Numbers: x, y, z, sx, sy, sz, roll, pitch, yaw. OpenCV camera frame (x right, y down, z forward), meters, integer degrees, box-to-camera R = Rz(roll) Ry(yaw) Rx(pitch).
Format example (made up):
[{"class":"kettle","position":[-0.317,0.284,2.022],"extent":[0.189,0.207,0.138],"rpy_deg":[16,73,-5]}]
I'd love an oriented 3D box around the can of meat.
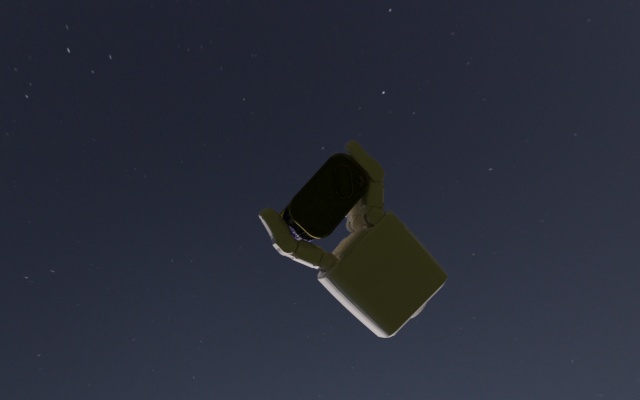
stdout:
[{"class":"can of meat","position":[0.000,0.002,0.568],"extent":[0.057,0.102,0.084],"rpy_deg":[43,-20,-4]}]
